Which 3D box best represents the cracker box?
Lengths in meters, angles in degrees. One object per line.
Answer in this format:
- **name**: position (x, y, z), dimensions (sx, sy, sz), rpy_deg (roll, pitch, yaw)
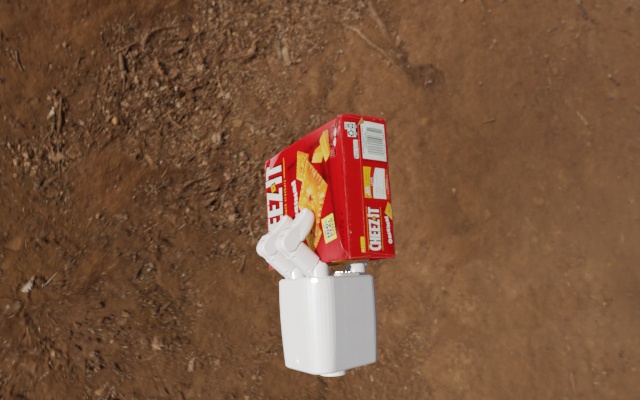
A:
- **cracker box**: position (0.000, 0.002, 0.611), dimensions (0.072, 0.164, 0.214), rpy_deg (3, -12, -30)
